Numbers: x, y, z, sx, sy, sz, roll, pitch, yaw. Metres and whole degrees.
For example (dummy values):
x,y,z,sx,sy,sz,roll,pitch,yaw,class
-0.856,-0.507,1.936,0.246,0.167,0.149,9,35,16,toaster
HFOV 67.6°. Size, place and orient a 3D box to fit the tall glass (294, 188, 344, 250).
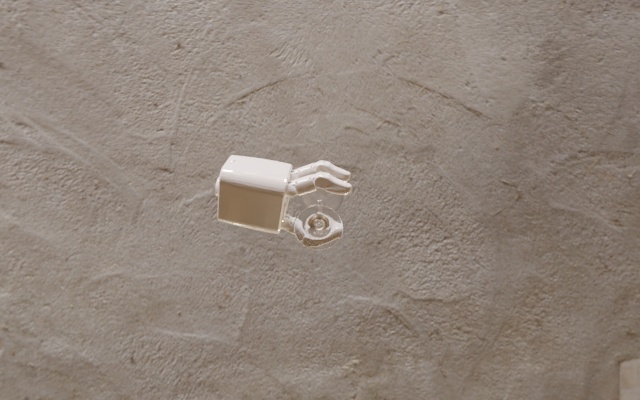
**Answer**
x,y,z,sx,sy,sz,roll,pitch,yaw,class
0.000,0.003,0.797,0.079,0.079,0.201,0,23,2,tall glass
